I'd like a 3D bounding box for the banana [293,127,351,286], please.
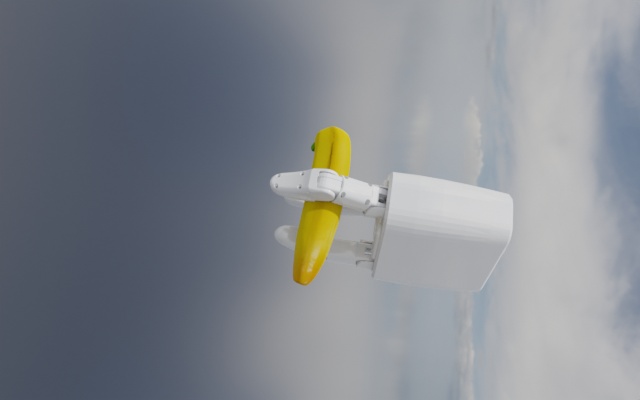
[{"bbox_3d":[0.005,-0.014,0.456,0.037,0.197,0.070,14,-46,-5],"label":"banana"}]
